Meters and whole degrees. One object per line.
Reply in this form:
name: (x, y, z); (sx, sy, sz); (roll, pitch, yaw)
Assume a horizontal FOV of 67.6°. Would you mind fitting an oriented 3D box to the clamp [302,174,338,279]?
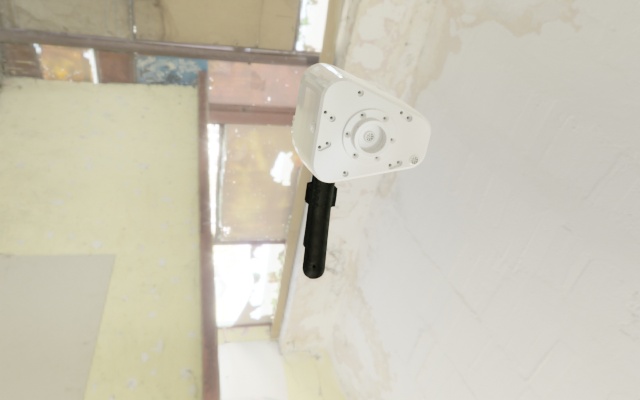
clamp: (0.001, 0.002, 0.545); (0.039, 0.171, 0.120); (3, 20, -8)
